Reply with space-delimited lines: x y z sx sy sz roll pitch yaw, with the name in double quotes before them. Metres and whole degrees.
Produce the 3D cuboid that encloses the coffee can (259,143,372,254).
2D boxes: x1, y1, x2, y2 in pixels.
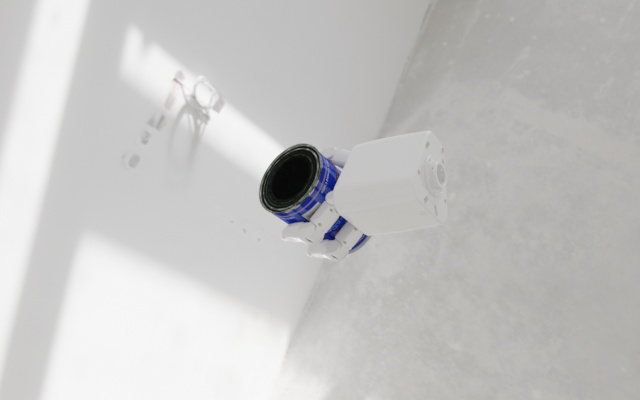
"coffee can" 0.000 0.002 0.654 0.103 0.102 0.140 0 -27 41
